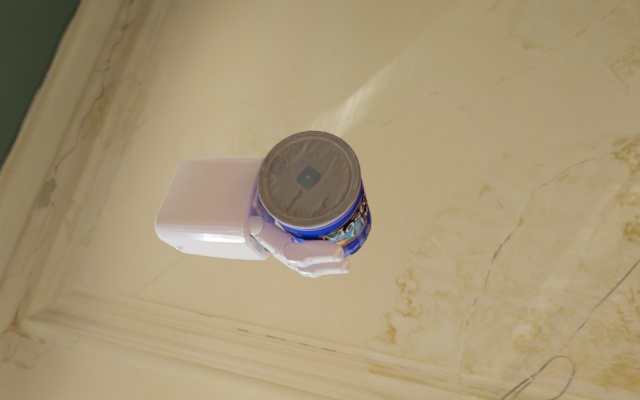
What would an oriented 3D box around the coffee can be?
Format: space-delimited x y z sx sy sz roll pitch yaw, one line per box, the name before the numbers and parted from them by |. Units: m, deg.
coffee can | 0.000 0.002 0.525 0.103 0.102 0.140 0 -21 11
